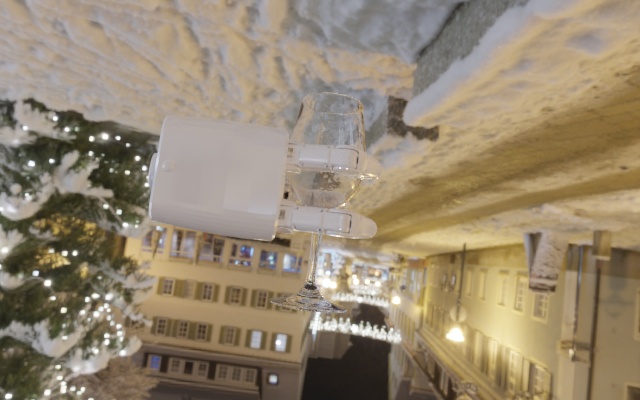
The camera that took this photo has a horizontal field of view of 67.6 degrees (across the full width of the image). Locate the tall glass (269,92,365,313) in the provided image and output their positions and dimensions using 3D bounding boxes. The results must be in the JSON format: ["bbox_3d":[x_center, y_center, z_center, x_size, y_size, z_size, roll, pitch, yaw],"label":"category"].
[{"bbox_3d":[0.000,0.002,0.462,0.079,0.201,0.079,7,-6,1],"label":"tall glass"}]
